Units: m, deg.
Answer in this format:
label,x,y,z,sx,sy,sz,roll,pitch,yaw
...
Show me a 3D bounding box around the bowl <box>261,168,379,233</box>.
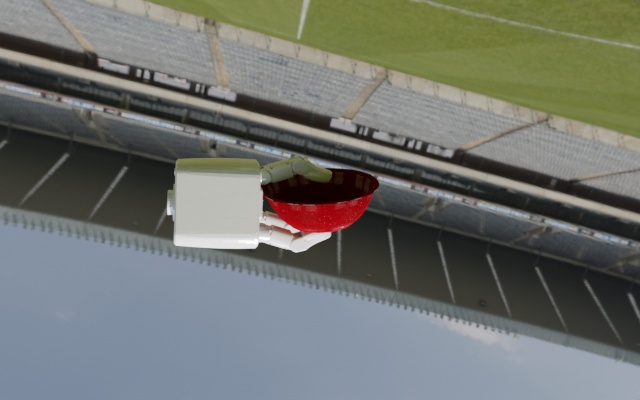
label,x,y,z,sx,sy,sz,roll,pitch,yaw
bowl,0.001,0.003,0.658,0.162,0.055,0.162,-3,19,1
